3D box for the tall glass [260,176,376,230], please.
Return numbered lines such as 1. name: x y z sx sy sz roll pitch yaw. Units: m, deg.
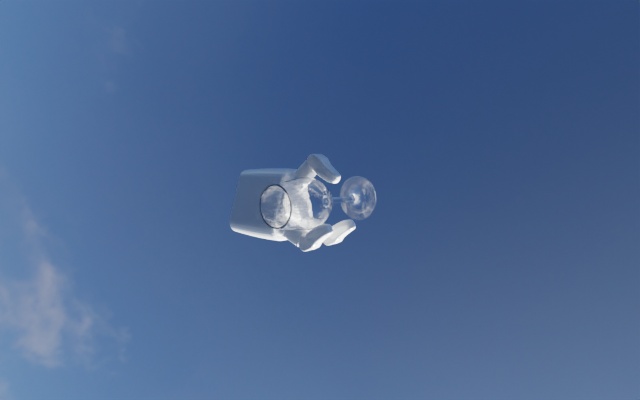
1. tall glass: 0.001 0.002 0.730 0.079 0.079 0.201 0 3 39
